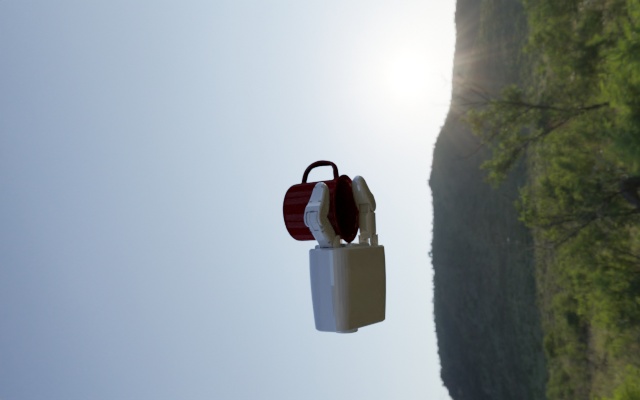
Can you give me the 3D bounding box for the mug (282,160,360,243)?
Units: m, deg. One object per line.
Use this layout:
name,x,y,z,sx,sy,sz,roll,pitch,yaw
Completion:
mug,0.000,0.001,0.659,0.081,0.117,0.093,-5,-6,25
